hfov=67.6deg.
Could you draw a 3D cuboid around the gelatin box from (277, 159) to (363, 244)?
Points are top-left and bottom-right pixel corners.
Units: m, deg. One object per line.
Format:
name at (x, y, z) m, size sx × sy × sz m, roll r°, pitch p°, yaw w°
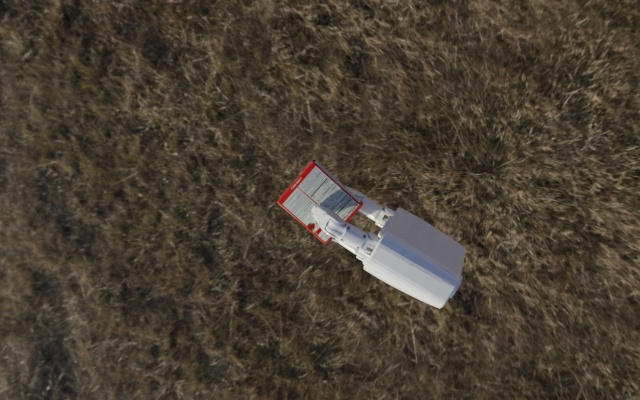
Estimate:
gelatin box at (0.000, 0.002, 0.633) m, size 0.089 × 0.073 × 0.030 m, roll 41°, pitch 12°, yaw -2°
